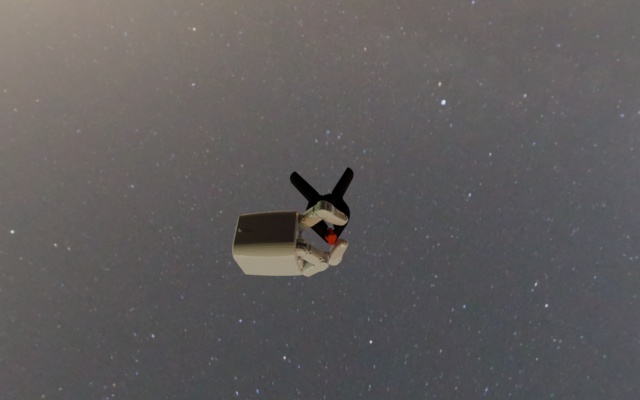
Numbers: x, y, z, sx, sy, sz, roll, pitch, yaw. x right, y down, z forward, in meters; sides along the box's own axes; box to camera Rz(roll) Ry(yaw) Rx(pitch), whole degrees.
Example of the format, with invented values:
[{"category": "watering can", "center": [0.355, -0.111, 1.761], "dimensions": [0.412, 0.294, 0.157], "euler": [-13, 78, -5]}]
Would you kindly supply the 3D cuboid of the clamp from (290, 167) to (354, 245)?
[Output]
[{"category": "clamp", "center": [0.000, 0.003, 0.865], "dimensions": [0.120, 0.171, 0.039], "euler": [-2, -43, 6]}]
